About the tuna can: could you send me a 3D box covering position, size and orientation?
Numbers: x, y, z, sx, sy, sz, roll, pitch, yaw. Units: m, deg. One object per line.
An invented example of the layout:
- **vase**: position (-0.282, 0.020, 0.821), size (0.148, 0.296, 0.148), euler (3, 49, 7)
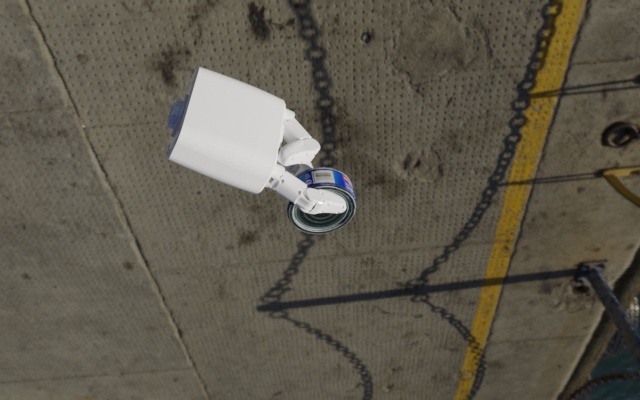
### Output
- **tuna can**: position (0.000, 0.002, 0.587), size (0.086, 0.086, 0.033), euler (0, 44, -10)
